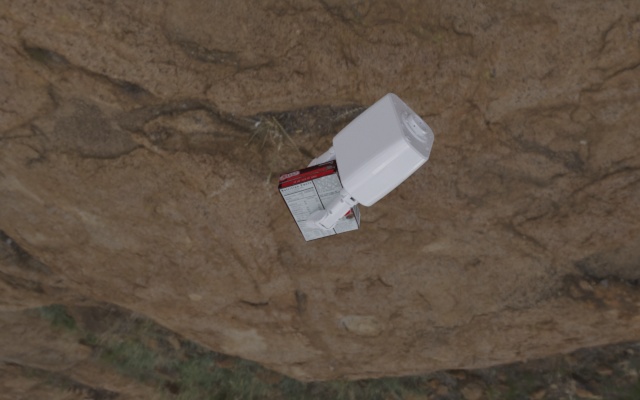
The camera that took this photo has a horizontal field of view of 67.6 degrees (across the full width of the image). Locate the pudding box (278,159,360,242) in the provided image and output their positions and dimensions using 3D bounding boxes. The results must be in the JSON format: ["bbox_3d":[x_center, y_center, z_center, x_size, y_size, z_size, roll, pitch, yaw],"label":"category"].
[{"bbox_3d":[0.000,0.002,0.693,0.090,0.114,0.039,-14,35,14],"label":"pudding box"}]
